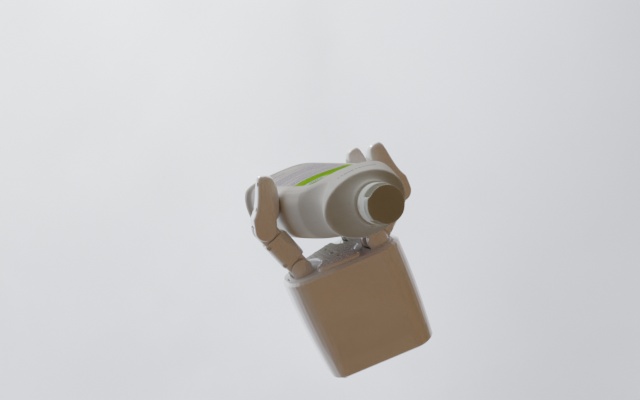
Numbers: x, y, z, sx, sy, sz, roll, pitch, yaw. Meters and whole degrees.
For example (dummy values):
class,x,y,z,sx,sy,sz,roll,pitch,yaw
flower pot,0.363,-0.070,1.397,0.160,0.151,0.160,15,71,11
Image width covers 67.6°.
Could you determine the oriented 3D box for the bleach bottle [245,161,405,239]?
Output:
class,x,y,z,sx,sy,sz,roll,pitch,yaw
bleach bottle,0.000,0.001,0.449,0.102,0.068,0.251,-27,10,-15
